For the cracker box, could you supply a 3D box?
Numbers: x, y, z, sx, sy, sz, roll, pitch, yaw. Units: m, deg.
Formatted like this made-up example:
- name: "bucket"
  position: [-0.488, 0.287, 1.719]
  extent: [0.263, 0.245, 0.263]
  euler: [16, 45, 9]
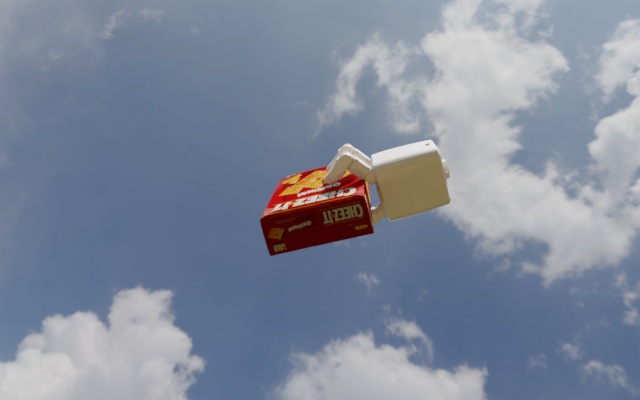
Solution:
- name: "cracker box"
  position: [0.000, 0.003, 0.803]
  extent: [0.164, 0.072, 0.213]
  euler: [-14, 17, 9]
